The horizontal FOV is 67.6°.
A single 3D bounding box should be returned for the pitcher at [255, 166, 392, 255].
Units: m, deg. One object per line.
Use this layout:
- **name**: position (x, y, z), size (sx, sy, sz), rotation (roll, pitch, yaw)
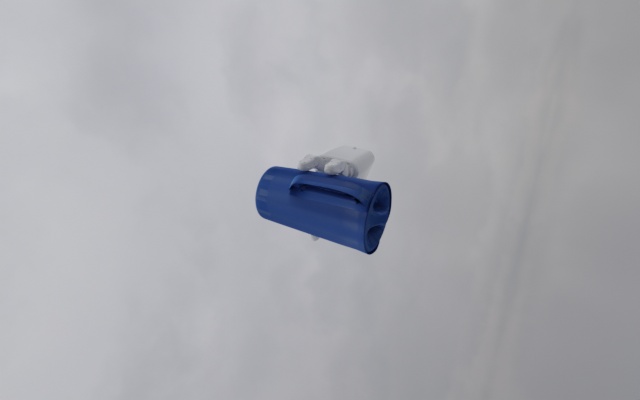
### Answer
- **pitcher**: position (0.000, 0.003, 0.889), size (0.243, 0.149, 0.145), rotation (13, 25, 24)
